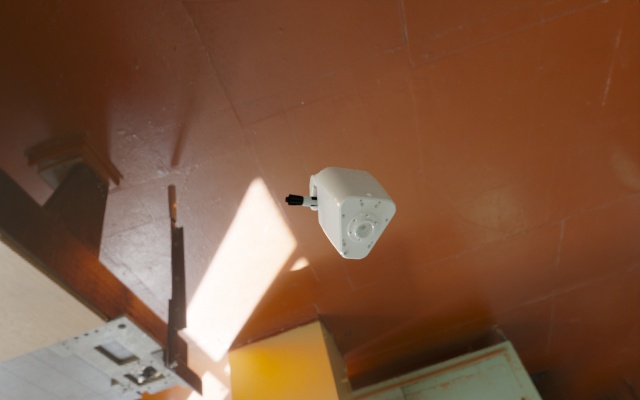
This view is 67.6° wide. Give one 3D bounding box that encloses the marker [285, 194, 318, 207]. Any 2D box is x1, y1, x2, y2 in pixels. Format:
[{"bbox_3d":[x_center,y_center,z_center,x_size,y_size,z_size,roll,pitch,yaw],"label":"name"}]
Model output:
[{"bbox_3d":[0.000,0.003,0.798,0.121,0.020,0.020,5,-2,-20],"label":"marker"}]
